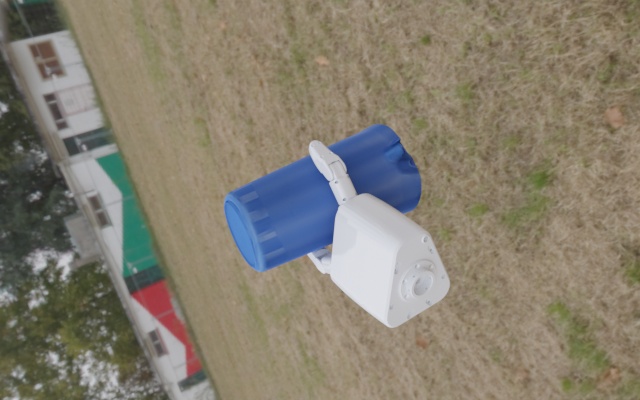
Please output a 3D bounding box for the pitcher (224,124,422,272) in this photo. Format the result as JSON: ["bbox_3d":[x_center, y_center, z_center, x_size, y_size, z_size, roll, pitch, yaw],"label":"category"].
[{"bbox_3d":[0.000,0.002,0.643,0.243,0.149,0.145,-24,33,-22],"label":"pitcher"}]
